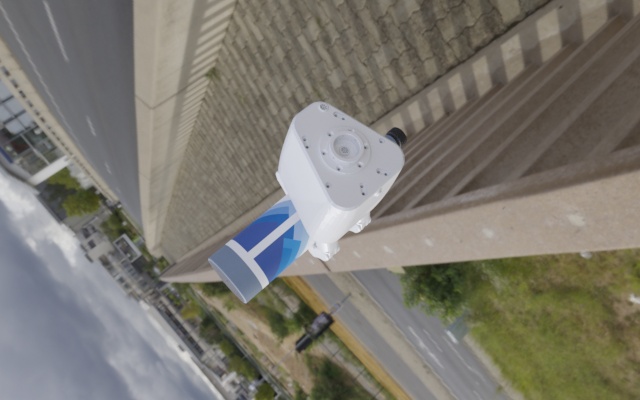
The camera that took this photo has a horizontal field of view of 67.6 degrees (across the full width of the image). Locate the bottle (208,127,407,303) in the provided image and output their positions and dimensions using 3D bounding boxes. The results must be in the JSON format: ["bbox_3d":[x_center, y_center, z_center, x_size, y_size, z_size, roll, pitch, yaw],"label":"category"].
[{"bbox_3d":[0.000,0.002,0.588,0.295,0.069,0.069,-40,16,-20],"label":"bottle"}]
